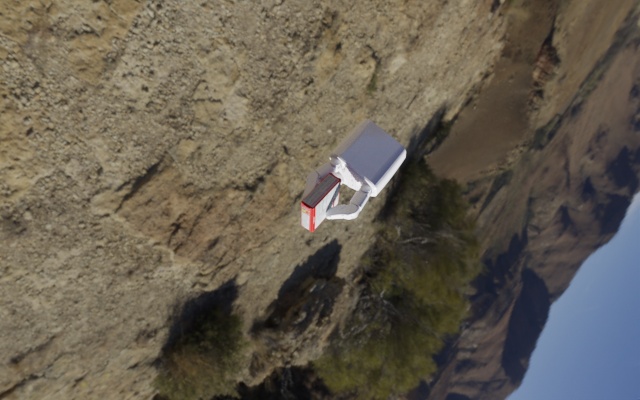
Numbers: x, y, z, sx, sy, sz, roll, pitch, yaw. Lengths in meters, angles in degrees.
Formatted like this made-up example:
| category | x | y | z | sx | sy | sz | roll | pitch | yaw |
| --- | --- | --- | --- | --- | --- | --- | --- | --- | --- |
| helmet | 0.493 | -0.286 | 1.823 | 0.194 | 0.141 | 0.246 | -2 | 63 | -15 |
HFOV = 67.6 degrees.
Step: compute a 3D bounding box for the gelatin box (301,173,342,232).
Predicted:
| category | x | y | z | sx | sy | sz | roll | pitch | yaw |
| --- | --- | --- | --- | --- | --- | --- | --- | --- | --- |
| gelatin box | 0.000 | 0.003 | 0.873 | 0.030 | 0.089 | 0.073 | 31 | -33 | 19 |
